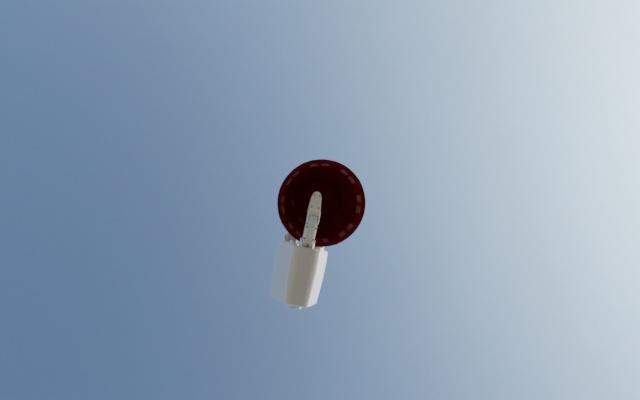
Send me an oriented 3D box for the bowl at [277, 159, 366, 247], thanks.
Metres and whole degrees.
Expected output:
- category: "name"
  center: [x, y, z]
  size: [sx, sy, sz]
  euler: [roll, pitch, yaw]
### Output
- category: "bowl"
  center: [0.001, 0.002, 0.894]
  size: [0.162, 0.162, 0.055]
  euler: [0, 6, -5]
